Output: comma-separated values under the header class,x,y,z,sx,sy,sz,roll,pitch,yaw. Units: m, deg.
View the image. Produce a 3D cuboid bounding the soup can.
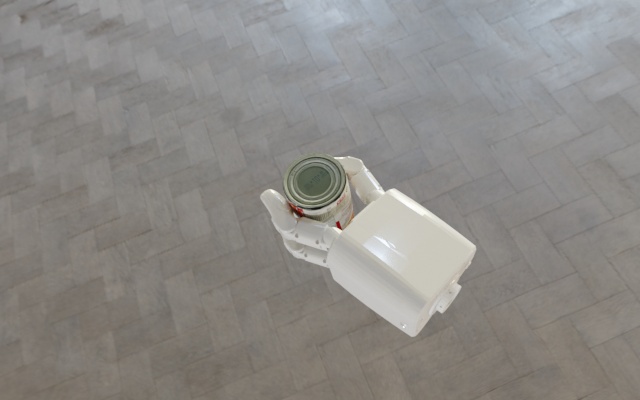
class,x,y,z,sx,sy,sz,roll,pitch,yaw
soup can,0.000,0.001,0.529,0.068,0.068,0.102,0,-27,9
